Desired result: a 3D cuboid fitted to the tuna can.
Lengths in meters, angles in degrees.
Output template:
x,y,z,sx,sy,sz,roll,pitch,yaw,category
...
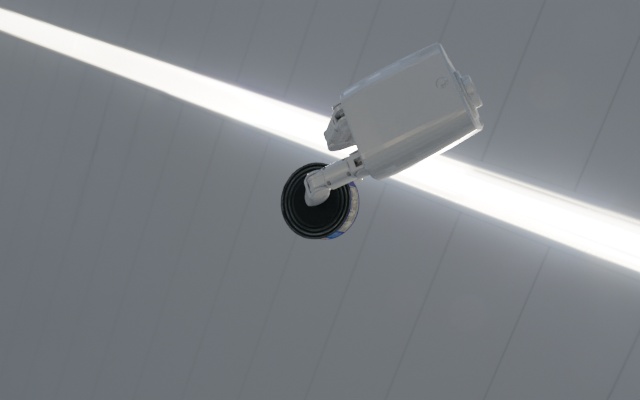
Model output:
x,y,z,sx,sy,sz,roll,pitch,yaw,category
0.000,0.002,0.542,0.086,0.086,0.034,0,-6,25,tuna can
